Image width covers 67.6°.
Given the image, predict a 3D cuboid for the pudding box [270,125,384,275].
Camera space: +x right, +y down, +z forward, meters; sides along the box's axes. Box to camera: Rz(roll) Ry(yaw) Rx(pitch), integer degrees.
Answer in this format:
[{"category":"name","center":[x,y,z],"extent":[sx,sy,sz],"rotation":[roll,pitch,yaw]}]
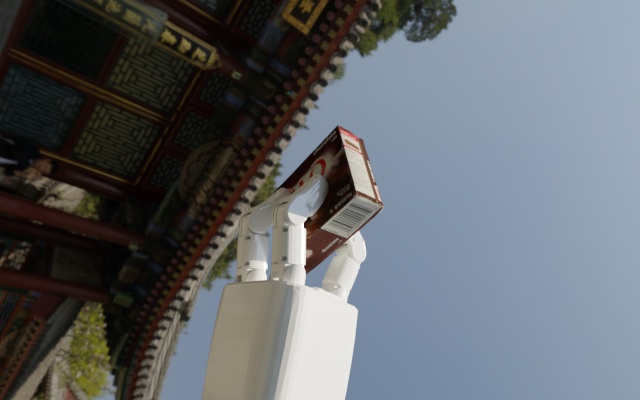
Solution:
[{"category":"pudding box","center":[0.000,0.002,0.440],"extent":[0.039,0.090,0.113],"rotation":[25,-53,-34]}]
